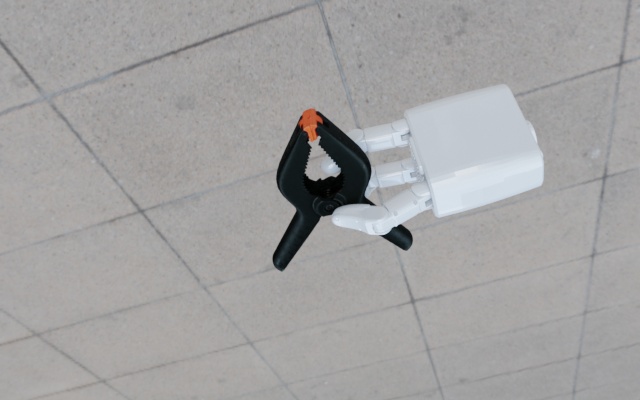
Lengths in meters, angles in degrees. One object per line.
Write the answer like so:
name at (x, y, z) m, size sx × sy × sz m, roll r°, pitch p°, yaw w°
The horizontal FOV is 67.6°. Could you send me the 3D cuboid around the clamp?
clamp at (0.000, 0.002, 0.499) m, size 0.164 × 0.036 × 0.210 m, roll -16°, pitch -46°, yaw 9°
